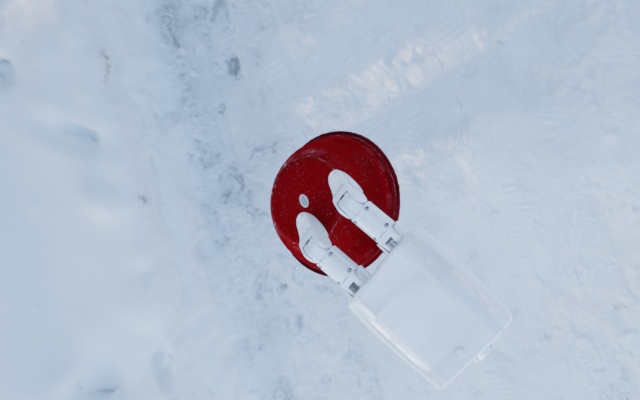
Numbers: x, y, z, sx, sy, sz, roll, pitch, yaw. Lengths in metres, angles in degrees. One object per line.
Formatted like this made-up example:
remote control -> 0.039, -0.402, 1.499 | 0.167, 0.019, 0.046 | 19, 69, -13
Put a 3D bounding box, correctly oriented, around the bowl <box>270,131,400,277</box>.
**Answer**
bowl -> -0.001, 0.001, 0.507 | 0.162, 0.162, 0.055 | 0, -4, 35
